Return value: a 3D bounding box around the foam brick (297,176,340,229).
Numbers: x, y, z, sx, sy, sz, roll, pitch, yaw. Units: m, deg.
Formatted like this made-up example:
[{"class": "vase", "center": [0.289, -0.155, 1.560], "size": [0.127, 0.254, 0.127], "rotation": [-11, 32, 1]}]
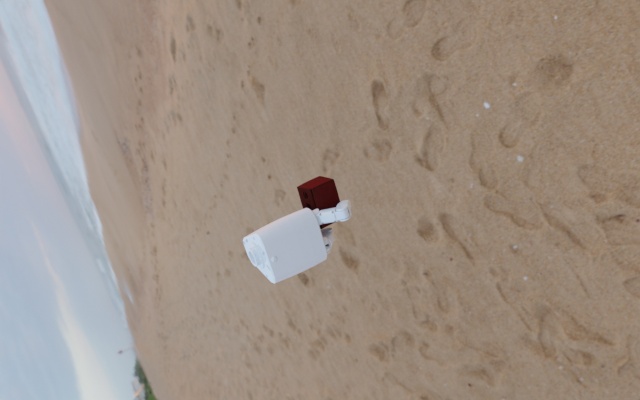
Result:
[{"class": "foam brick", "center": [0.000, 0.002, 0.852], "size": [0.051, 0.078, 0.053], "rotation": [-24, 18, -24]}]
